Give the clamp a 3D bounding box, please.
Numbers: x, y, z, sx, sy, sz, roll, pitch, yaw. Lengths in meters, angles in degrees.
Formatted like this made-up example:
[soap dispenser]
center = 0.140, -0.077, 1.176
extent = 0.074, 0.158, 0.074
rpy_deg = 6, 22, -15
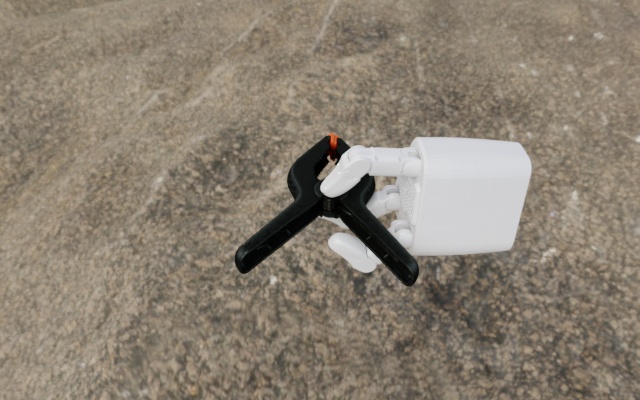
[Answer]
[clamp]
center = 0.000, 0.001, 0.489
extent = 0.164, 0.036, 0.209
rpy_deg = 1, 42, -6
